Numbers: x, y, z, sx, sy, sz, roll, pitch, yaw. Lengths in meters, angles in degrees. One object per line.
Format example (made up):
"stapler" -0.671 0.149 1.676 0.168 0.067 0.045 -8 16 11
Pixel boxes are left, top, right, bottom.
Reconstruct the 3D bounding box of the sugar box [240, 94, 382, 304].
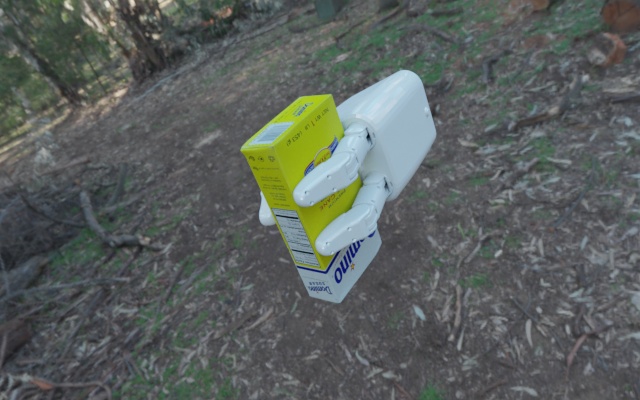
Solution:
"sugar box" 0.001 0.001 0.449 0.048 0.176 0.093 3 39 41
